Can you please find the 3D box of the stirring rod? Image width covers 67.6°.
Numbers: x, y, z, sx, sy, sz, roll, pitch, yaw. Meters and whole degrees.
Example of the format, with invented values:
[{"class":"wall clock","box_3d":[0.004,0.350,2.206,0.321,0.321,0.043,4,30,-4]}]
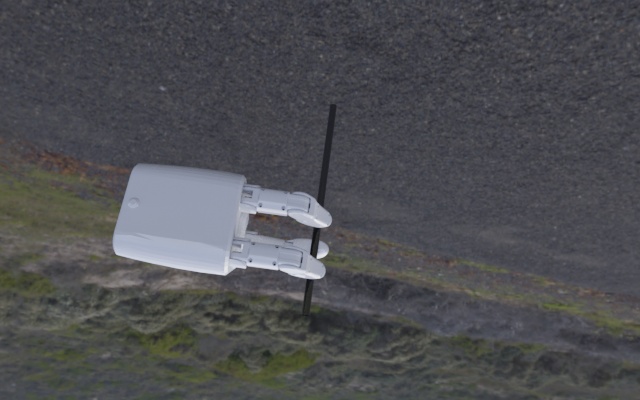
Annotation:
[{"class":"stirring rod","box_3d":[0.000,0.002,0.513,0.011,0.239,0.011,7,-20,3]}]
